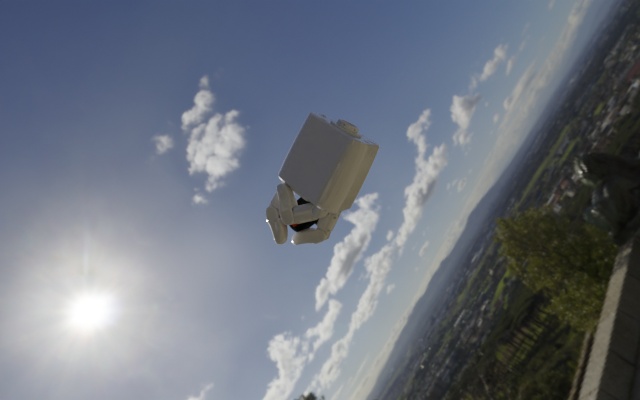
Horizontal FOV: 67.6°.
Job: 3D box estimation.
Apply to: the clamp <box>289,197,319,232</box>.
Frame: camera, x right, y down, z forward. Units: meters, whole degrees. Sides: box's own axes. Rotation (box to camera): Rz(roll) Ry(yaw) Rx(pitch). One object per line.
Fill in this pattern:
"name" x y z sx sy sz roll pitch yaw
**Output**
"clamp" 0.000 0.002 0.772 0.039 0.120 0.171 31 16 16
